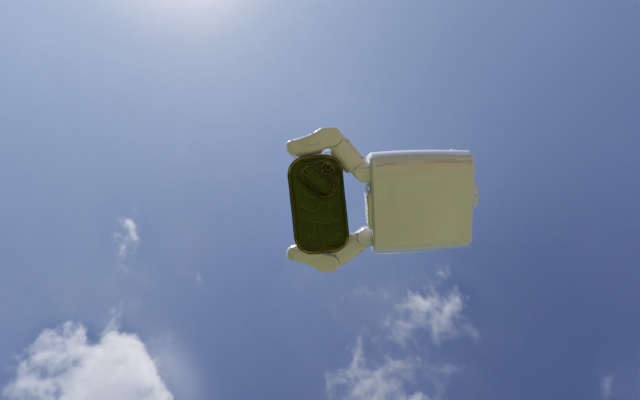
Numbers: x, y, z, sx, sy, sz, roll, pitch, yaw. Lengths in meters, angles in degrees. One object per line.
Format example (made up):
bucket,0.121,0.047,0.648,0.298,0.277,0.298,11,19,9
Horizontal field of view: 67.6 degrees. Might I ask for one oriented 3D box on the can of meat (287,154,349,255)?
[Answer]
can of meat,0.000,0.002,0.529,0.057,0.102,0.084,-6,3,4
